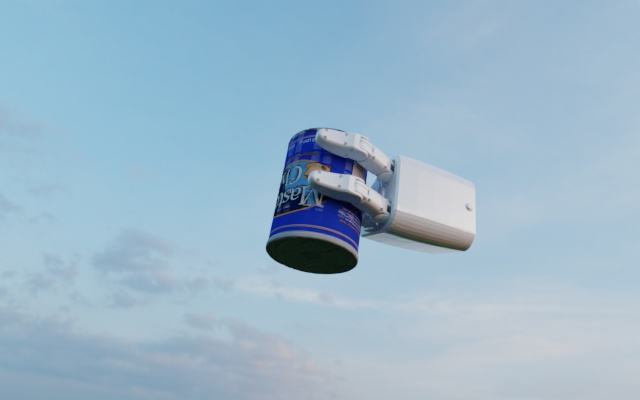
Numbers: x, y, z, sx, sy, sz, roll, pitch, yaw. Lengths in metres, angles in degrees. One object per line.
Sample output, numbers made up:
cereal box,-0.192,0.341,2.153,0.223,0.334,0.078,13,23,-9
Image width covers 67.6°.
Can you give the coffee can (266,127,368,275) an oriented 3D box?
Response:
coffee can,0.000,0.002,0.556,0.103,0.140,0.103,7,-29,4
